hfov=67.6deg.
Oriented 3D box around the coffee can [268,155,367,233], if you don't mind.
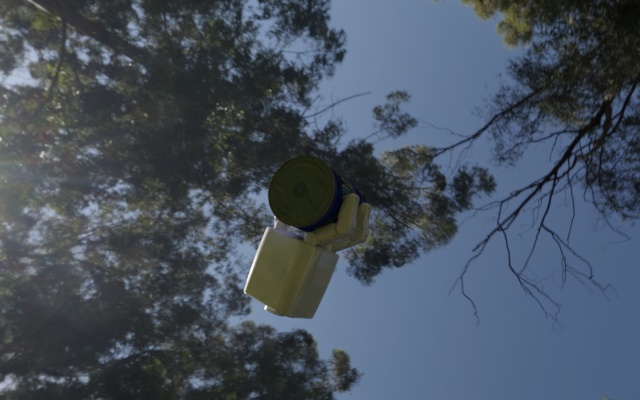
[{"bbox_3d":[0.000,0.002,0.718,0.103,0.102,0.140,0,-14,26],"label":"coffee can"}]
